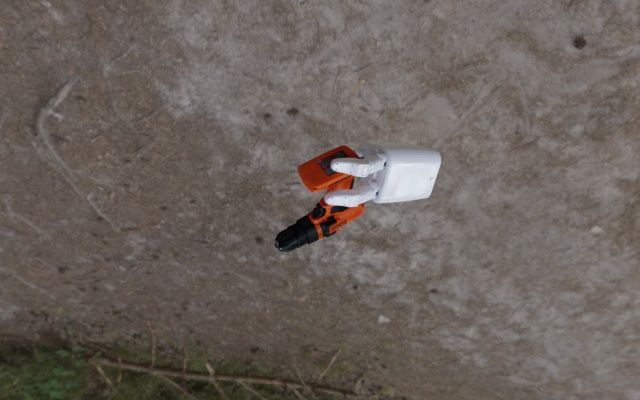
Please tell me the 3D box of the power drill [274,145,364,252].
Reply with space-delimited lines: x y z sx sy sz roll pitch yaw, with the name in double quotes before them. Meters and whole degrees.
"power drill" 0.000 0.002 0.821 0.184 0.057 0.188 -29 -28 -20
